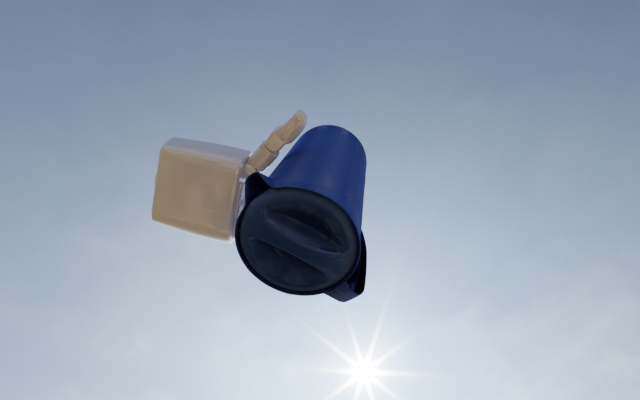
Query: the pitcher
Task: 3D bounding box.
[{"bbox_3d":[0.000,0.002,0.593,0.145,0.149,0.242,11,29,6],"label":"pitcher"}]
